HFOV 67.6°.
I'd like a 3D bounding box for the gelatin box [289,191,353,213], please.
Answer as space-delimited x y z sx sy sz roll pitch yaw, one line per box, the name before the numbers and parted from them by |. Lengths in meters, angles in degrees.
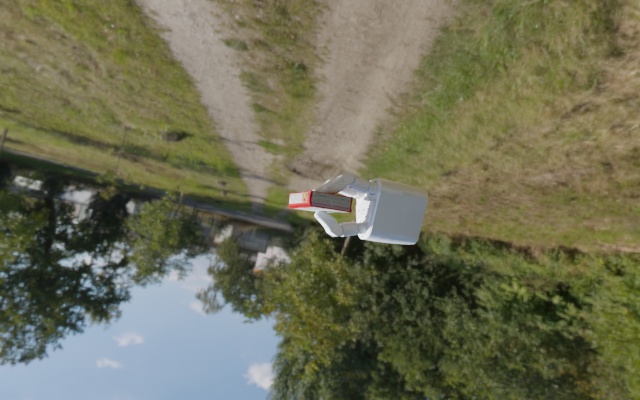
gelatin box | 0.000 0.003 0.838 0.089 0.030 0.073 8 -7 -33
